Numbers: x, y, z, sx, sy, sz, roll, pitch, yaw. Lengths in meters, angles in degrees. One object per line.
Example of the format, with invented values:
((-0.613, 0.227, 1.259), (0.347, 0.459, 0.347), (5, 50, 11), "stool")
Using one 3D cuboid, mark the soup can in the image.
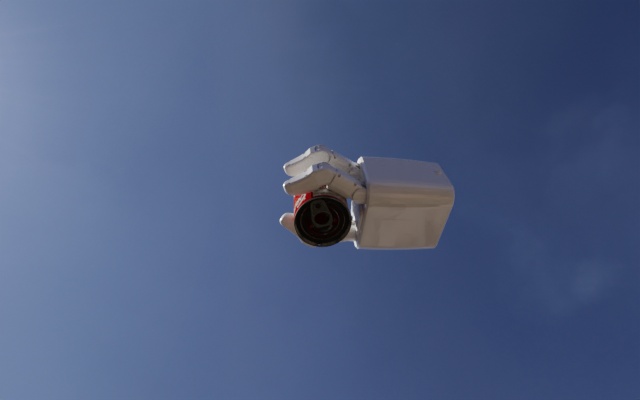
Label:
((0.000, 0.002, 0.599), (0.068, 0.068, 0.102), (0, 29, -4), "soup can")
